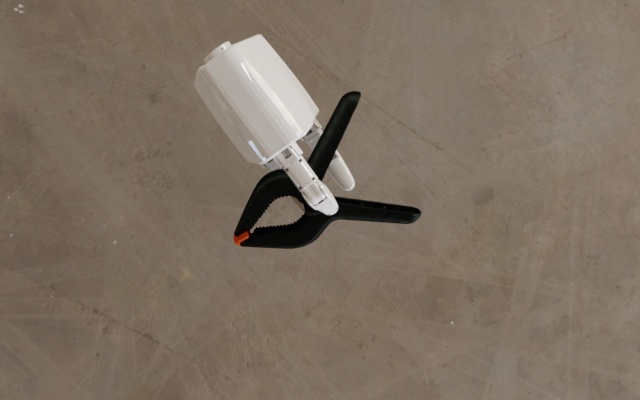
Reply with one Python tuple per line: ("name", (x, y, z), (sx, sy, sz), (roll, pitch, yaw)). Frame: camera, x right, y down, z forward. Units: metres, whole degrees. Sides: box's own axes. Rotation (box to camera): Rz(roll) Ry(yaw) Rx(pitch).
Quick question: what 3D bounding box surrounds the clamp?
("clamp", (0.000, 0.002, 0.541), (0.210, 0.164, 0.036), (-35, 14, 8))
